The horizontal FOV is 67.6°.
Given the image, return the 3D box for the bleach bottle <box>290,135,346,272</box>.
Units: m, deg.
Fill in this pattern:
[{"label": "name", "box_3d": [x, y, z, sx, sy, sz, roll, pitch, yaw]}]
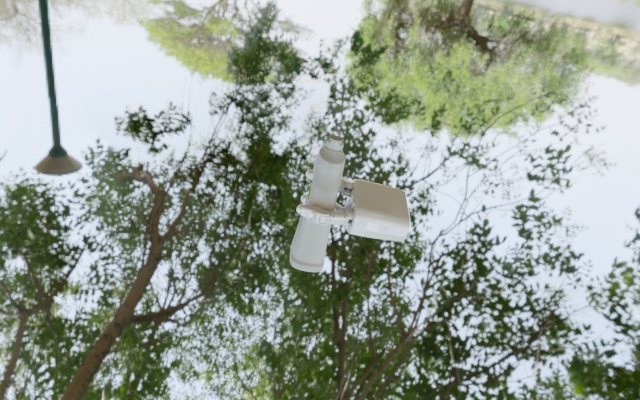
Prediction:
[{"label": "bleach bottle", "box_3d": [0.000, 0.003, 0.892, 0.068, 0.251, 0.102, 11, 25, -7]}]
